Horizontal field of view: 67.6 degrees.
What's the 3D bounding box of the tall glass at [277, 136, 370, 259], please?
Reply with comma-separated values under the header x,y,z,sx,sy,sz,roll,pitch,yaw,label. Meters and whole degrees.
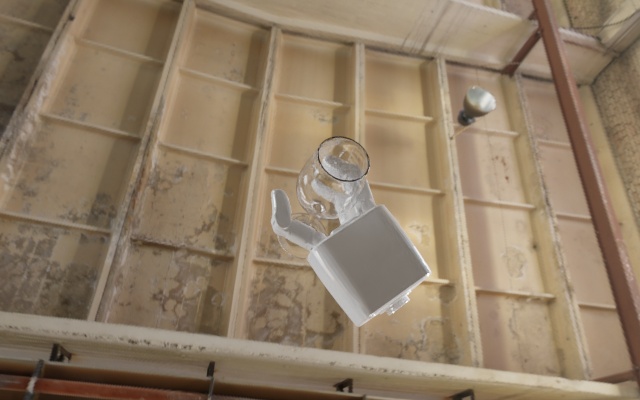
x,y,z,sx,sy,sz,roll,pitch,yaw,label
0.000,0.002,0.612,0.079,0.079,0.201,0,-30,-17,tall glass
